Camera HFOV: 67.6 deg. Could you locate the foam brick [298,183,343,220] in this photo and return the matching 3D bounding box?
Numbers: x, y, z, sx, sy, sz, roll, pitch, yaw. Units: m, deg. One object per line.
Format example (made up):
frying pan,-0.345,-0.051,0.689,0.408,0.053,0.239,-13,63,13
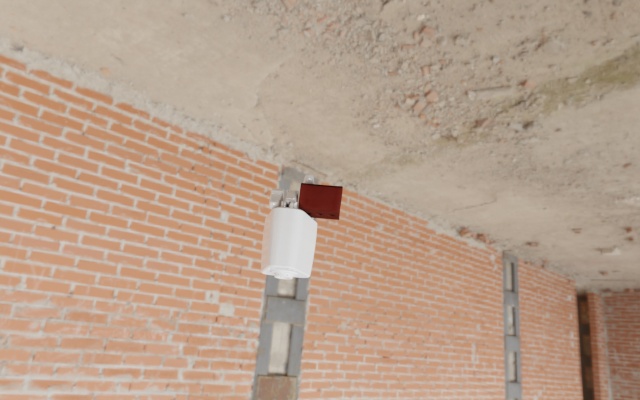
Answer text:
foam brick,0.000,0.003,0.881,0.078,0.051,0.053,4,-19,3
